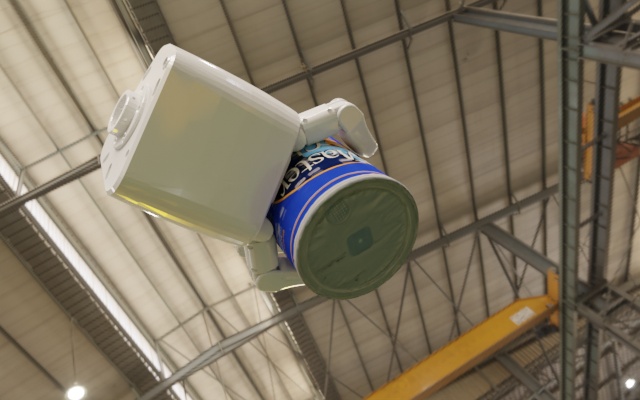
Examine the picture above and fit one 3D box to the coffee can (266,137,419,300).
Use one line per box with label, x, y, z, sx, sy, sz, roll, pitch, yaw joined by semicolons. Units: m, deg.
coffee can;0.000;0.001;0.403;0.103;0.103;0.140;0;25;-28
